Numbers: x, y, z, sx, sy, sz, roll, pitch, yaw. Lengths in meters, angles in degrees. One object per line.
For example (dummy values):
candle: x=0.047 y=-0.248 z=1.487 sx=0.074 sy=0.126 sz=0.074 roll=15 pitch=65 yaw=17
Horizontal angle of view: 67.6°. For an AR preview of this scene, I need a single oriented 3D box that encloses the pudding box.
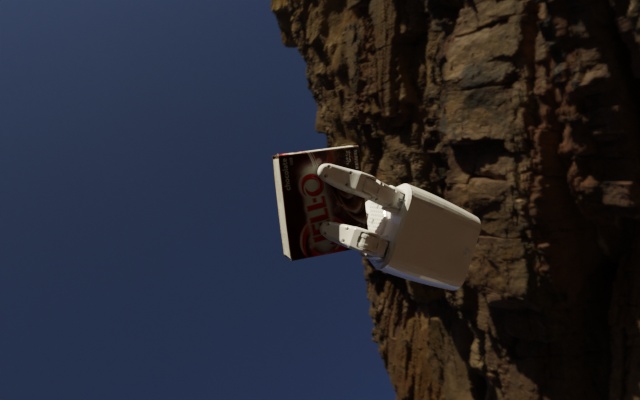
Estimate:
pudding box: x=0.000 y=0.002 z=0.513 sx=0.090 sy=0.113 sz=0.039 roll=-9 pitch=5 yaw=-19
